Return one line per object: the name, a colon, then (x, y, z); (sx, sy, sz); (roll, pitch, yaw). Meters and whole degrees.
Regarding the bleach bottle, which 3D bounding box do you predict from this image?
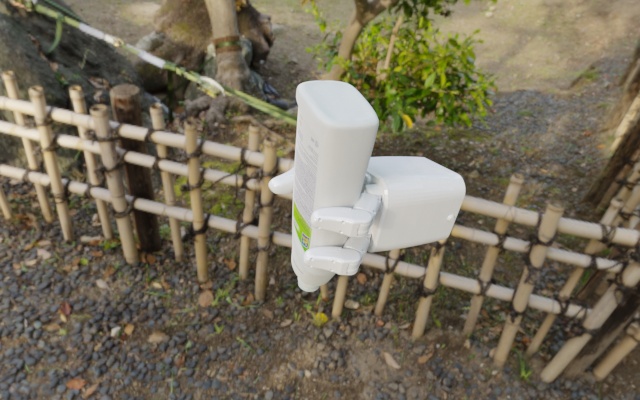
bleach bottle: (0.000, 0.002, 0.540); (0.068, 0.251, 0.102); (-5, 39, -20)
